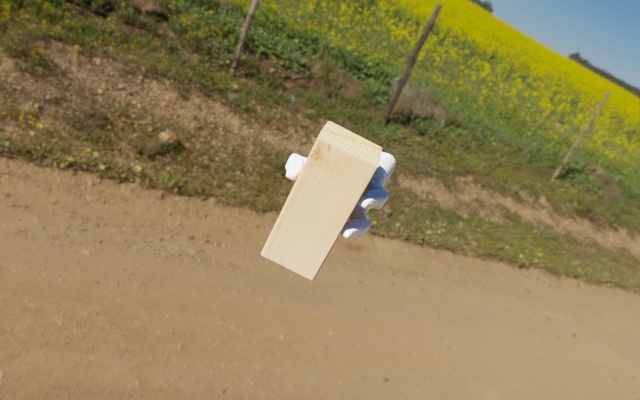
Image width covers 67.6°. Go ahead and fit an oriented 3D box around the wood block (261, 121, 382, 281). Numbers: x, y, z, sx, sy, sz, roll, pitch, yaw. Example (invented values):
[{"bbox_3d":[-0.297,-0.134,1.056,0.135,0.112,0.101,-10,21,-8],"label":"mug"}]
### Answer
[{"bbox_3d":[0.000,0.002,0.702,0.091,0.206,0.090,27,26,-2],"label":"wood block"}]
